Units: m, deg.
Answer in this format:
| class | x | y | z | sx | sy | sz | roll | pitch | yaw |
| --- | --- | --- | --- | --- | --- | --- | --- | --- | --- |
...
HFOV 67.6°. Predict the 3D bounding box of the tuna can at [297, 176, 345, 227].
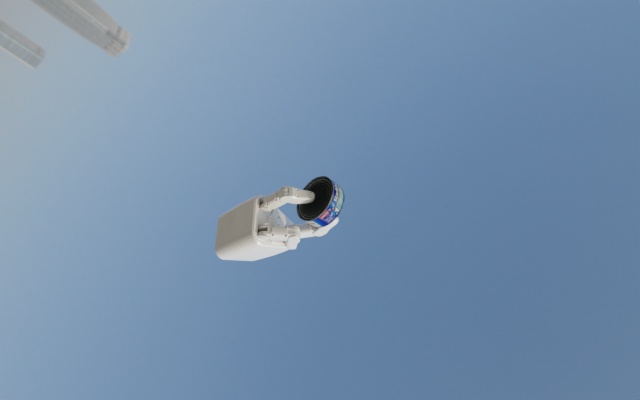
| class | x | y | z | sx | sy | sz | roll | pitch | yaw |
| --- | --- | --- | --- | --- | --- | --- | --- | --- | --- |
| tuna can | 0.001 | 0.003 | 0.830 | 0.086 | 0.086 | 0.034 | 0 | -25 | 48 |
